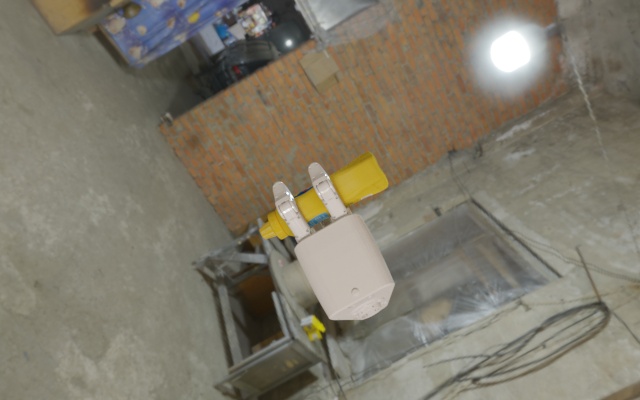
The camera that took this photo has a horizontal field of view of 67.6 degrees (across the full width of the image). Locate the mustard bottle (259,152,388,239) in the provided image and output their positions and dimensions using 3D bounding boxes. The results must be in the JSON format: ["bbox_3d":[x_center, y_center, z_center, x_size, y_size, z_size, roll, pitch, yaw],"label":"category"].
[{"bbox_3d":[0.000,0.002,0.676,0.191,0.058,0.096,-30,-3,4],"label":"mustard bottle"}]
